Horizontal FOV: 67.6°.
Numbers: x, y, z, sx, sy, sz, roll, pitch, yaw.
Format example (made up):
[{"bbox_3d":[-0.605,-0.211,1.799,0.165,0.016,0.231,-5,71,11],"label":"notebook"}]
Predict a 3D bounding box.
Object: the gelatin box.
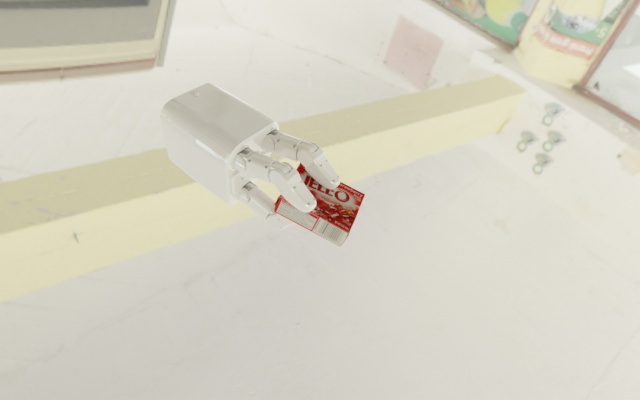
[{"bbox_3d":[0.000,0.002,0.554,0.089,0.030,0.073,28,42,-1],"label":"gelatin box"}]
